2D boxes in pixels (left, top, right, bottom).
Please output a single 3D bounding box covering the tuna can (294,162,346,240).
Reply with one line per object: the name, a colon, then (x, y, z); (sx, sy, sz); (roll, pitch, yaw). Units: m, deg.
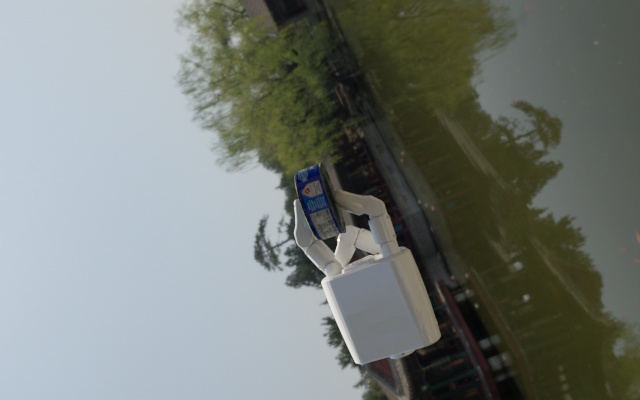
tuna can: (0.000, 0.002, 0.552); (0.034, 0.086, 0.086); (-19, -3, 7)
